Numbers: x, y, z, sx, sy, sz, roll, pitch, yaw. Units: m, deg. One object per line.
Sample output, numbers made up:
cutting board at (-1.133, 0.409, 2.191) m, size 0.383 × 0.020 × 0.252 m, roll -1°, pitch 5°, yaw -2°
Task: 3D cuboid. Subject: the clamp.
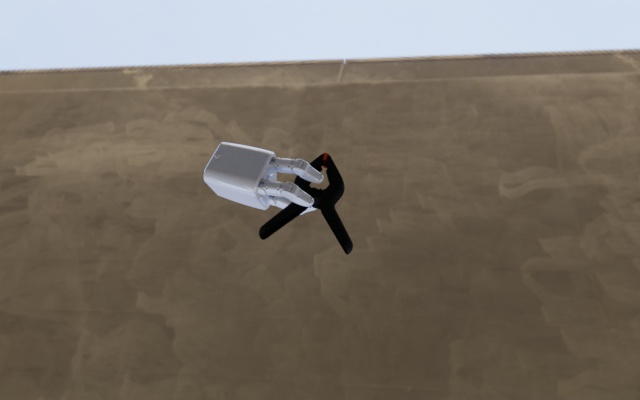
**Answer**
clamp at (0.000, 0.003, 0.871) m, size 0.164 × 0.210 × 0.036 m, roll 16°, pitch -33°, yaw 10°
